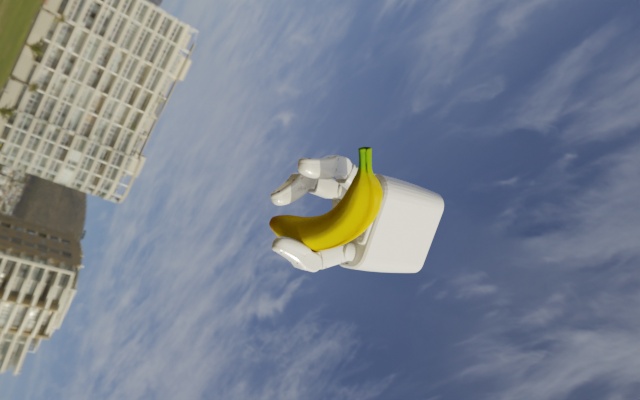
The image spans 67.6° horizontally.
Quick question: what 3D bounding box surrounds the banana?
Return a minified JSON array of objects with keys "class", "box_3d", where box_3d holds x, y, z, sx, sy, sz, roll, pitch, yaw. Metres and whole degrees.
[{"class":"banana","box_3d":[0.006,0.018,0.501,0.037,0.069,0.198,-1,-22,-36]}]
